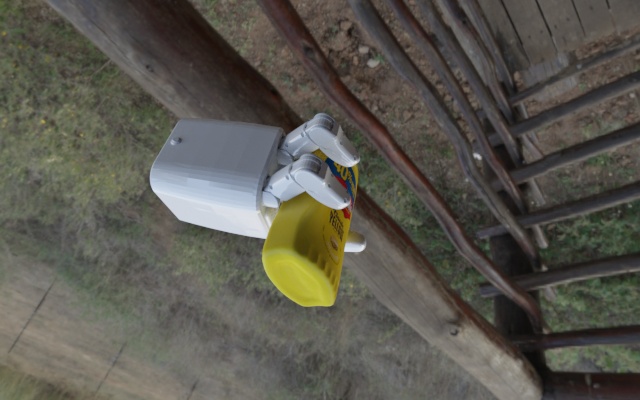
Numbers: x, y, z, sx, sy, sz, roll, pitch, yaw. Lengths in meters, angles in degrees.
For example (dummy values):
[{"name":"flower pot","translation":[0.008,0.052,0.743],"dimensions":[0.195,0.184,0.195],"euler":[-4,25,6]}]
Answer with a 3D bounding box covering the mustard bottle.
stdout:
[{"name":"mustard bottle","translation":[0.000,0.002,0.479],"dimensions":[0.058,0.191,0.096],"euler":[-8,-44,26]}]
